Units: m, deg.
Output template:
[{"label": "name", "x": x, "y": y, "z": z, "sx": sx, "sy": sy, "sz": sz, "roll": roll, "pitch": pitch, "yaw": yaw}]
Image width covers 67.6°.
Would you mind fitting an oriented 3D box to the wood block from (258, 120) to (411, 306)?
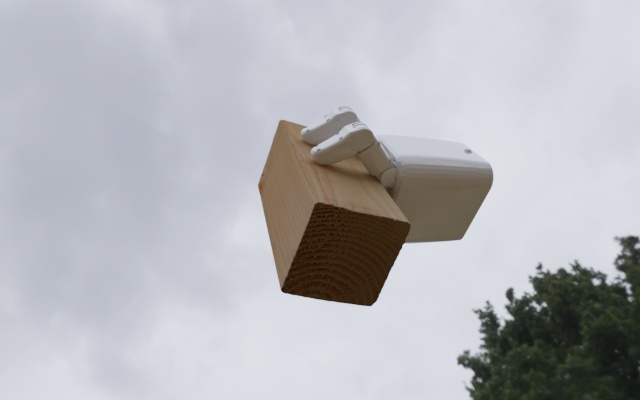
[{"label": "wood block", "x": 0.000, "y": 0.002, "z": 0.482, "sx": 0.090, "sy": 0.091, "sz": 0.206, "roll": 13, "pitch": 23, "yaw": -19}]
